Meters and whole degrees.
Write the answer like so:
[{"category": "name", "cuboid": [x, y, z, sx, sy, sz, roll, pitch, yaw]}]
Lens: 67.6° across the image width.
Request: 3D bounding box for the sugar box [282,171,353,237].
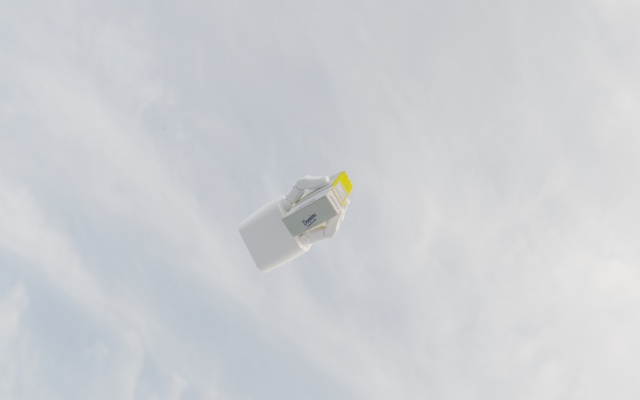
[{"category": "sugar box", "cuboid": [0.000, 0.003, 0.870, 0.093, 0.048, 0.176, -29, 11, 20]}]
